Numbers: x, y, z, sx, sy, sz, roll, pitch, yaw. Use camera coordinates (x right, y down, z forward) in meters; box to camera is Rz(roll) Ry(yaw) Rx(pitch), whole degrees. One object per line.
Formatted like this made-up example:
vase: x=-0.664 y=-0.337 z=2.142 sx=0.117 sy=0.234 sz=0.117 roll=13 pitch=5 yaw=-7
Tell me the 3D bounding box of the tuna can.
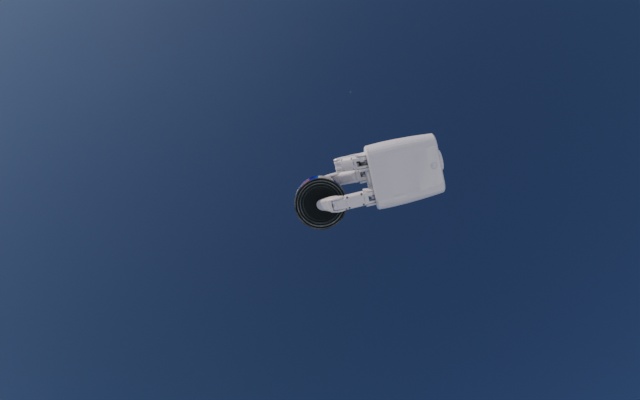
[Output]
tuna can: x=0.000 y=0.002 z=0.784 sx=0.086 sy=0.086 sz=0.033 roll=0 pitch=12 yaw=-2
